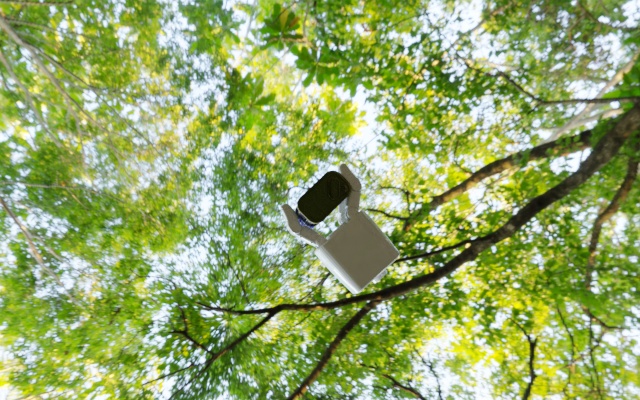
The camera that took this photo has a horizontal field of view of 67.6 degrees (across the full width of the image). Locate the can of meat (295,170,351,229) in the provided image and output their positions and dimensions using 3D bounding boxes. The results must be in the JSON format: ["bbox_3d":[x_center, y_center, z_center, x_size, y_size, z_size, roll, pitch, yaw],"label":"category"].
[{"bbox_3d":[0.000,0.003,0.868,0.102,0.057,0.084,-45,-3,-17],"label":"can of meat"}]
